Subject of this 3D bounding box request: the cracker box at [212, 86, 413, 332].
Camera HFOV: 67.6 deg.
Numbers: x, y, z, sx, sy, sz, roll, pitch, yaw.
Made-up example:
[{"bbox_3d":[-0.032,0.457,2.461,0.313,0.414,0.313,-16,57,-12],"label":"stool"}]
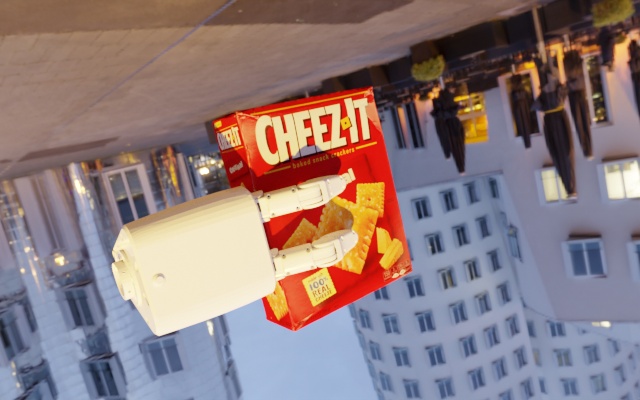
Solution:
[{"bbox_3d":[0.000,0.002,0.499,0.164,0.214,0.072,-18,9,-31],"label":"cracker box"}]
